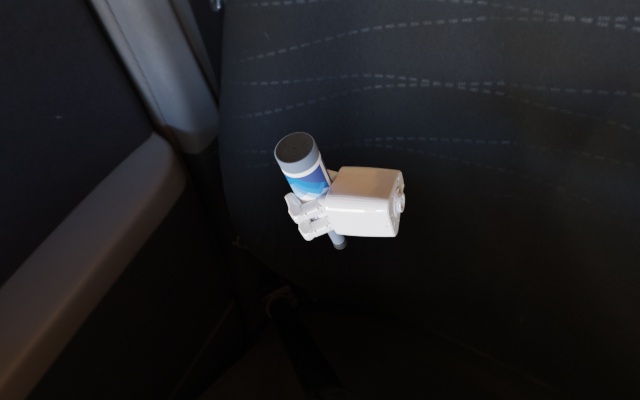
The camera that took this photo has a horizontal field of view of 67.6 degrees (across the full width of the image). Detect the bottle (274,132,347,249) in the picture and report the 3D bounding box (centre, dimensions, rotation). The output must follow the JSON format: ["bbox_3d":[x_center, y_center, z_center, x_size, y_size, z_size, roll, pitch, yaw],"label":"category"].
[{"bbox_3d":[0.000,0.003,0.852,0.069,0.069,0.296,0,-35,20],"label":"bottle"}]
